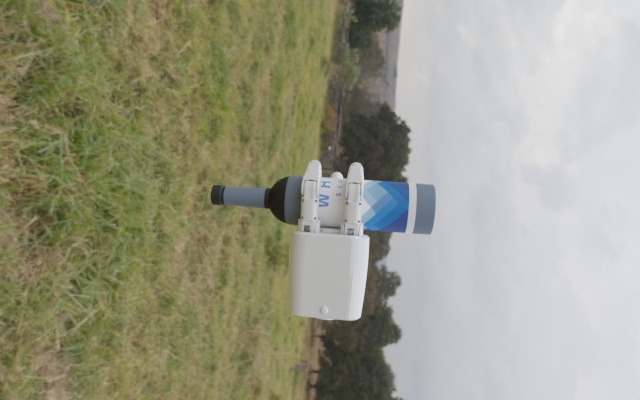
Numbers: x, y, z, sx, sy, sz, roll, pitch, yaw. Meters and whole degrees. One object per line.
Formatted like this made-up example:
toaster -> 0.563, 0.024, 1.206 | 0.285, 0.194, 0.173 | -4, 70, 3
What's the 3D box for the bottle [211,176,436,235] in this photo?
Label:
bottle -> 0.000, 0.002, 0.640 | 0.296, 0.069, 0.069 | 4, 0, 5
